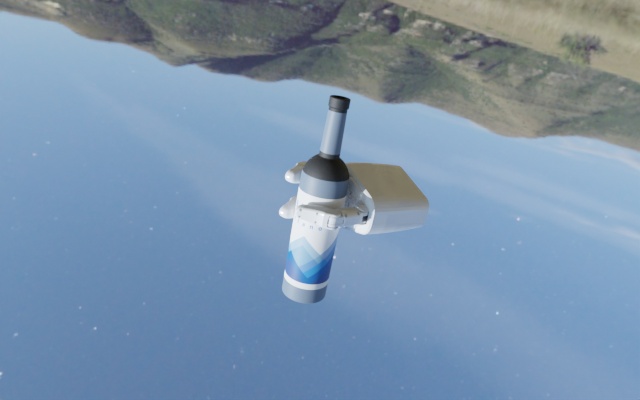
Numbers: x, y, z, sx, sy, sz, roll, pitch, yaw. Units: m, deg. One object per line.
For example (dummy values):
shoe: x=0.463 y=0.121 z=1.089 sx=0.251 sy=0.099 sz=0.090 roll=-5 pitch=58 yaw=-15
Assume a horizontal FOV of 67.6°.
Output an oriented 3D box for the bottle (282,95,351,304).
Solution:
bottle: x=0.000 y=0.002 z=0.666 sx=0.069 sy=0.296 sz=0.069 roll=9 pitch=22 yaw=-4
